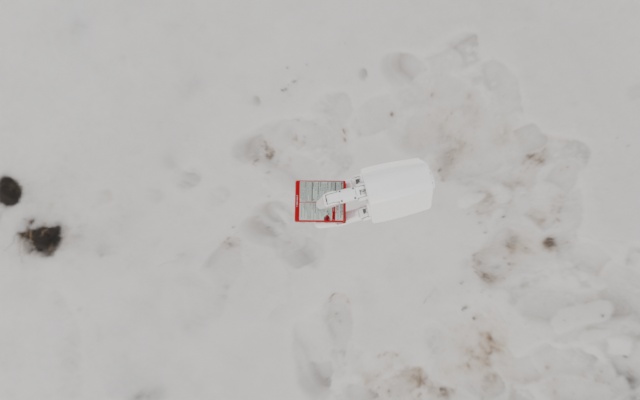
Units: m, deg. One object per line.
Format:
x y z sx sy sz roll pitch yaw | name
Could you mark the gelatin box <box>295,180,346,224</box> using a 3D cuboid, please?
0.000 0.003 0.834 0.089 0.073 0.030 0 -6 2 | gelatin box
